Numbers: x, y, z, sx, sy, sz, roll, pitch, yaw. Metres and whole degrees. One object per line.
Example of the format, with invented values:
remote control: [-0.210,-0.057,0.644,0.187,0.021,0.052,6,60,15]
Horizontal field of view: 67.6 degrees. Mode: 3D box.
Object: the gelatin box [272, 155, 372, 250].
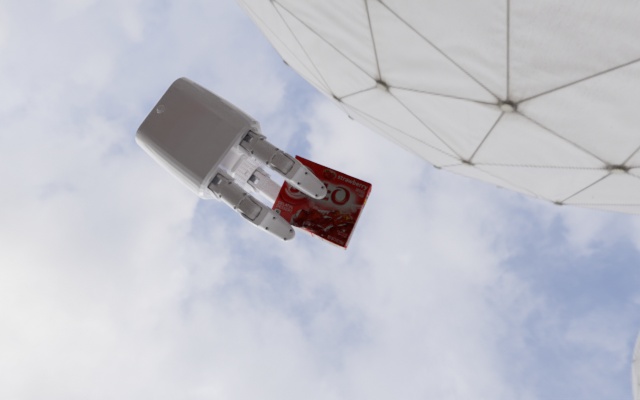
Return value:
gelatin box: [0.000,0.002,0.505,0.089,0.073,0.030,23,-9,10]
